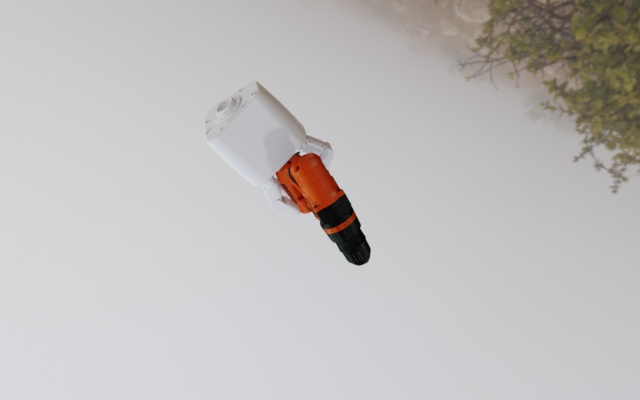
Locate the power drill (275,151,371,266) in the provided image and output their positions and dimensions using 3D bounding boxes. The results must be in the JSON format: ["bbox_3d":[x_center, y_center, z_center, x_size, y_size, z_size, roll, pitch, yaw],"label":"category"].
[{"bbox_3d":[0.000,0.002,0.734,0.057,0.184,0.187,-33,19,-10],"label":"power drill"}]
